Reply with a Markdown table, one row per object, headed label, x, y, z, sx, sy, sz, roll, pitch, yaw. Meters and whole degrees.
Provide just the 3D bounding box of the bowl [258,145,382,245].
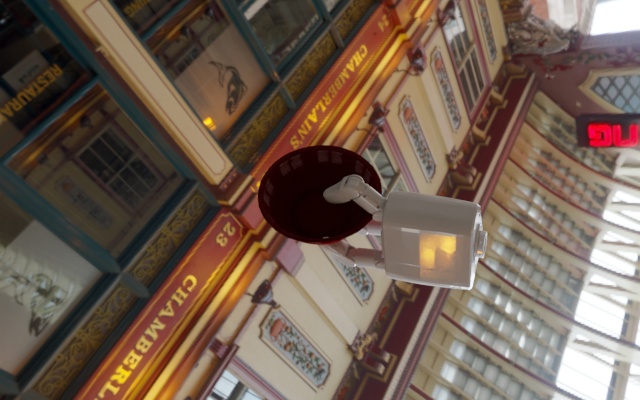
| label | x | y | z | sx | sy | sz | roll | pitch | yaw |
| --- | --- | --- | --- | --- | --- | --- | --- | --- | --- |
| bowl | -0.001 | 0.002 | 0.638 | 0.162 | 0.162 | 0.055 | 0 | -37 | 4 |
